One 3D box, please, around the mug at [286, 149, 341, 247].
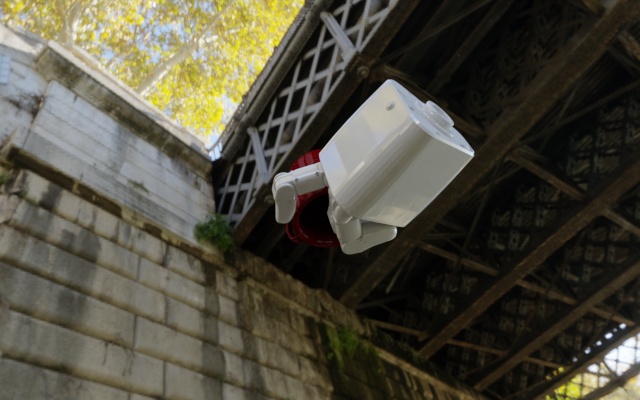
[{"bbox_3d":[-0.001,0.003,0.564,0.093,0.081,0.117,25,-59,-33],"label":"mug"}]
